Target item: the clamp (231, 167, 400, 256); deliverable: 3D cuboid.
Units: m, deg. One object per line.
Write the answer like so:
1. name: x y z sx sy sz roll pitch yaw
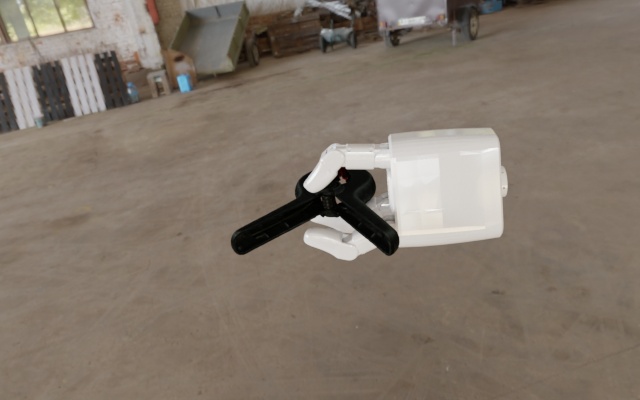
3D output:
1. clamp: 0.000 0.001 0.530 0.164 0.036 0.210 -3 26 8
